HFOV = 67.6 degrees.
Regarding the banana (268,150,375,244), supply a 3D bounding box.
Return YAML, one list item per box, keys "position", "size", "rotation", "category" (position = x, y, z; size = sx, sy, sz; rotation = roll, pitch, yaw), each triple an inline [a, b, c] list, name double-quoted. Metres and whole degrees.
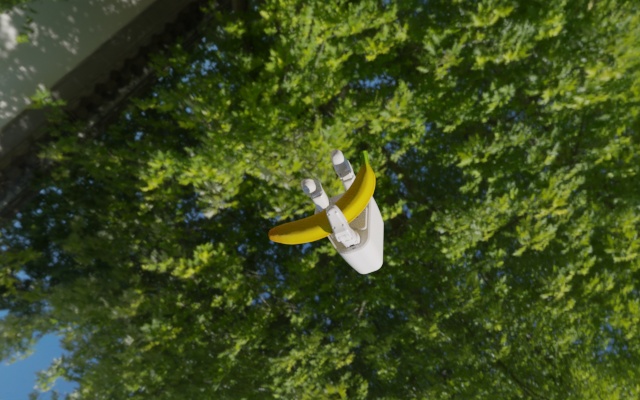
- position: [0.014, 0.014, 0.718]
  size: [0.198, 0.069, 0.037]
  rotation: [-40, -17, 2]
  category: "banana"
